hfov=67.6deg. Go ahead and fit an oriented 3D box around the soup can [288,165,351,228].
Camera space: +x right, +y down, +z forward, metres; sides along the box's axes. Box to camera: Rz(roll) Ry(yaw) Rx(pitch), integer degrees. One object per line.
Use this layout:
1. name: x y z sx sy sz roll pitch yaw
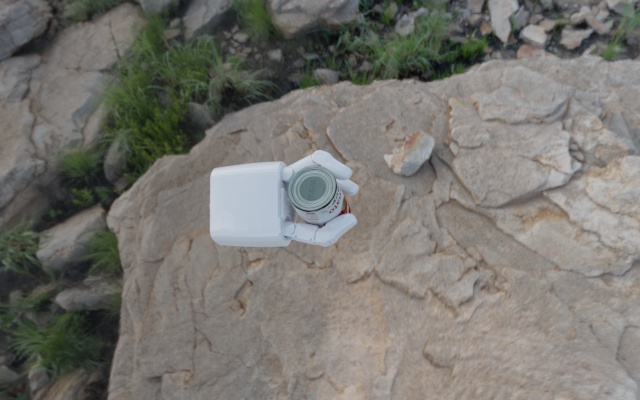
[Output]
1. soup can: 0.001 0.002 0.661 0.068 0.068 0.102 0 -23 15
